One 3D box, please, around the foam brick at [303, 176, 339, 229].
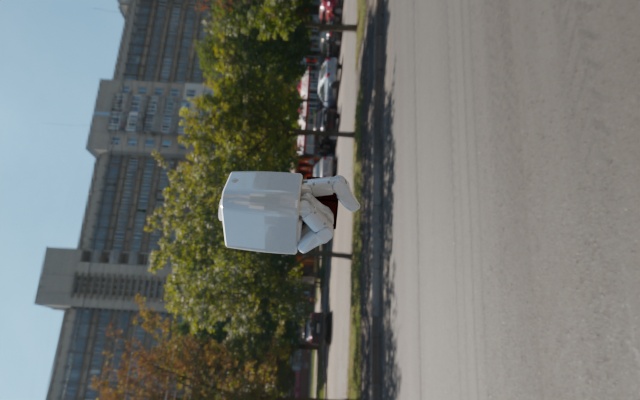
[{"bbox_3d":[0.000,0.002,0.743,0.051,0.053,0.078,4,27,-1],"label":"foam brick"}]
